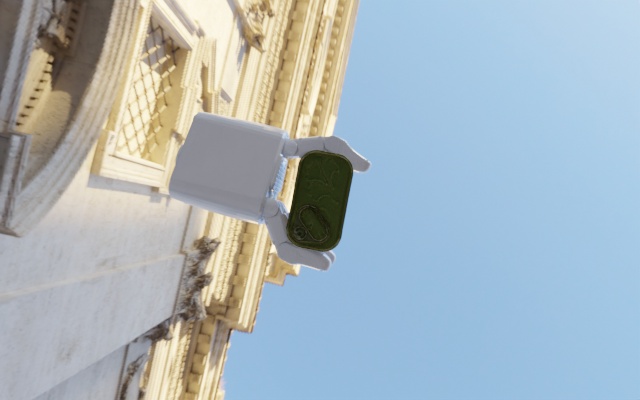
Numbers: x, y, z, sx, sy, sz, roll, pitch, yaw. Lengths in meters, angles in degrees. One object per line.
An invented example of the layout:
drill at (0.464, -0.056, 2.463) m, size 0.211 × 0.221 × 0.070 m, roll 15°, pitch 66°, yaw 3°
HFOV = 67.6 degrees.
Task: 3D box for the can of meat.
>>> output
can of meat at (0.000, 0.002, 0.526) m, size 0.057 × 0.102 × 0.084 m, roll 10°, pitch -2°, yaw 1°
